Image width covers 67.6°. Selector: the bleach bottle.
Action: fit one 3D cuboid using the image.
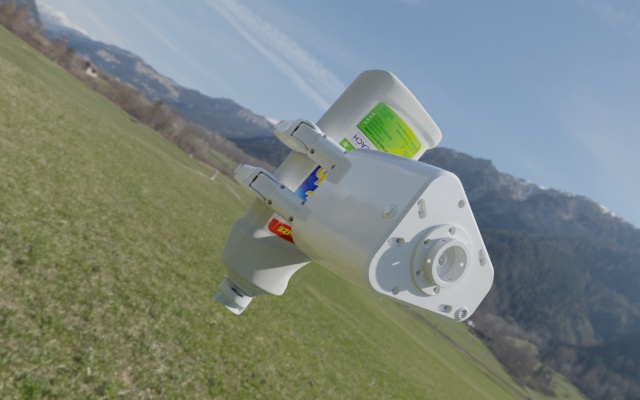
[{"bbox_3d":[0.000,0.001,0.445,0.103,0.251,0.068,43,-9,-27],"label":"bleach bottle"}]
